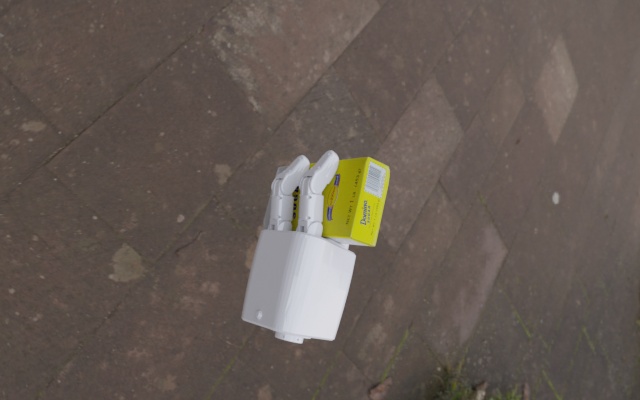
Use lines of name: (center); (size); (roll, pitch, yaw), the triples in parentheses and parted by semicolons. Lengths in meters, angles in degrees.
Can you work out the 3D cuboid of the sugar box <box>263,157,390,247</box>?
sugar box: (0.000, 0.002, 0.579); (0.048, 0.093, 0.176); (23, -16, -39)
